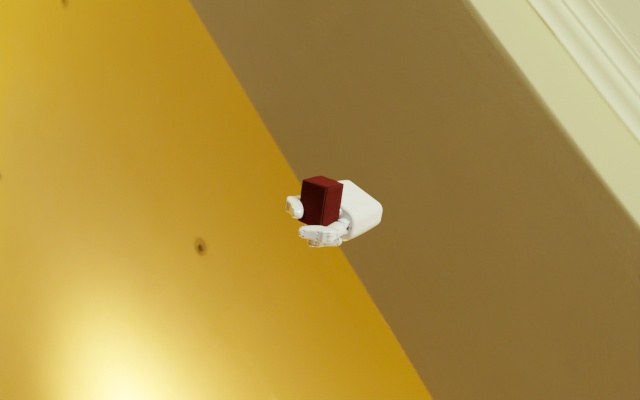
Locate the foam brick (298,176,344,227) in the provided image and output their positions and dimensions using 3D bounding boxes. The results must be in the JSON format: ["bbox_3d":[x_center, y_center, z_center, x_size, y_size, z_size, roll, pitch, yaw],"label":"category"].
[{"bbox_3d":[0.000,0.002,0.814,0.053,0.078,0.051,22,24,33],"label":"foam brick"}]
